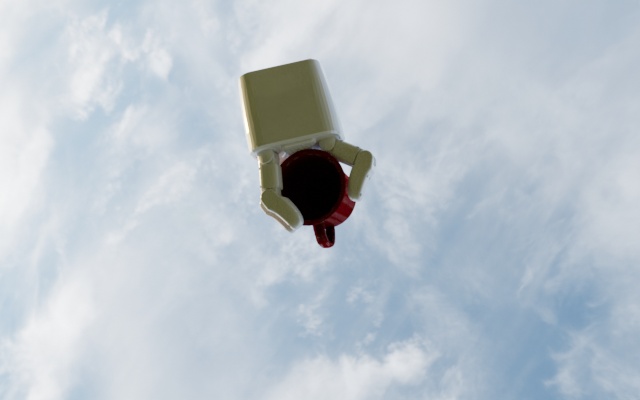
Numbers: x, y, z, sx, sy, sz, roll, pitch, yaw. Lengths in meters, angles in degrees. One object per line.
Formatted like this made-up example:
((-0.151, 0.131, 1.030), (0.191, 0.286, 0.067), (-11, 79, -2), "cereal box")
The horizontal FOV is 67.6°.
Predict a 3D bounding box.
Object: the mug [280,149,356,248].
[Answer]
((0.001, 0.003, 0.596), (0.093, 0.117, 0.081), (-17, -15, 15), "mug")
